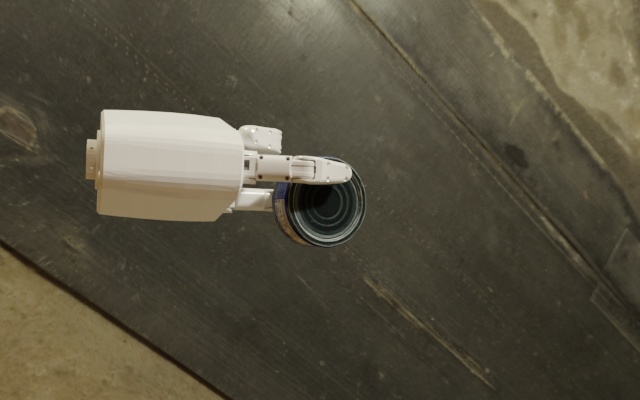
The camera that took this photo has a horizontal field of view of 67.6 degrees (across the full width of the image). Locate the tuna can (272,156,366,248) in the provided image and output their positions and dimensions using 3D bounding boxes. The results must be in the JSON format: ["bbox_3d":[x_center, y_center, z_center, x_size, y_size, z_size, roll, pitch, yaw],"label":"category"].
[{"bbox_3d":[0.000,0.001,0.449,0.086,0.086,0.034,0,-2,-29],"label":"tuna can"}]
